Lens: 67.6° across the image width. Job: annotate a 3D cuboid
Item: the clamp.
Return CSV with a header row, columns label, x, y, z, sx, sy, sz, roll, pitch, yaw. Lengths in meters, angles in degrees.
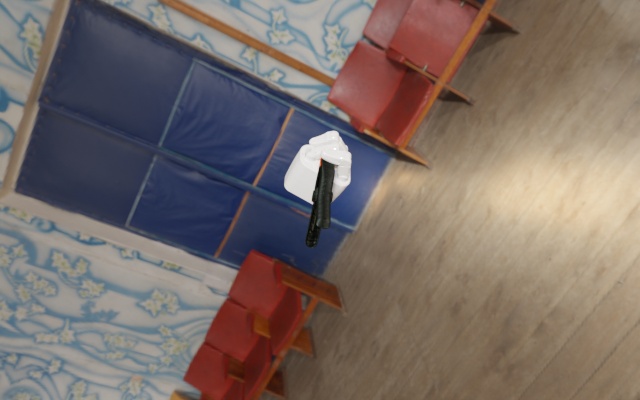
label,x,y,z,sx,sy,sz,roll,pitch,yaw
clamp,0.000,0.003,0.892,0.039,0.171,0.120,17,-35,-12
